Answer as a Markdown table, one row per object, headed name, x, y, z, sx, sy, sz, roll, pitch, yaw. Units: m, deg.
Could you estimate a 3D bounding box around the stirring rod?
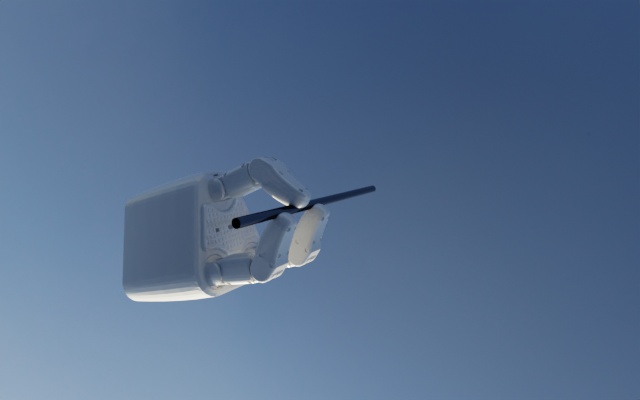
| name | x | y | z | sx | sy | sz | roll | pitch | yaw |
| --- | --- | --- | --- | --- | --- | --- | --- | --- | --- |
| stirring rod | 0.000 | 0.001 | 0.434 | 0.011 | 0.011 | 0.239 | 0 | 7 | 29 |
